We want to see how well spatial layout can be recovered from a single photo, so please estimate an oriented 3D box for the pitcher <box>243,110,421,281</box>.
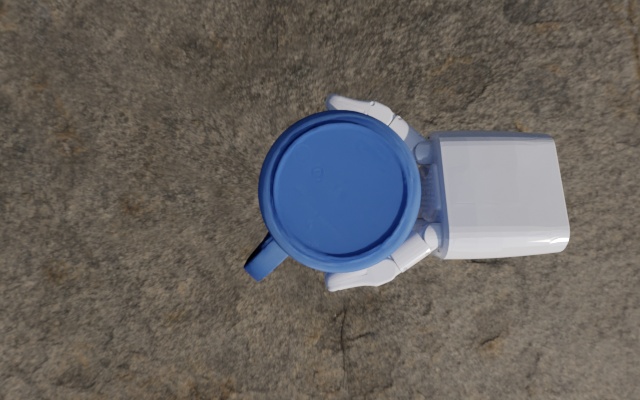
[{"bbox_3d":[0.000,0.001,0.423,0.145,0.149,0.243,0,1,-3],"label":"pitcher"}]
